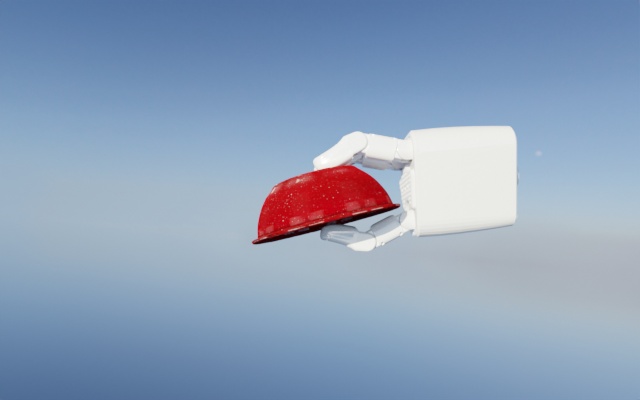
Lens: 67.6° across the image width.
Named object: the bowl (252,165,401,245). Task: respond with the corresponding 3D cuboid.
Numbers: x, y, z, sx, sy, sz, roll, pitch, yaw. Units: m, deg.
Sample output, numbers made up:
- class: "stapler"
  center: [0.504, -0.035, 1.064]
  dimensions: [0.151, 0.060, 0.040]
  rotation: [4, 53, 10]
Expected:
- class: "bowl"
  center: [-0.001, 0.002, 0.508]
  dimensions: [0.162, 0.055, 0.162]
  rotation: [-15, -5, -1]
